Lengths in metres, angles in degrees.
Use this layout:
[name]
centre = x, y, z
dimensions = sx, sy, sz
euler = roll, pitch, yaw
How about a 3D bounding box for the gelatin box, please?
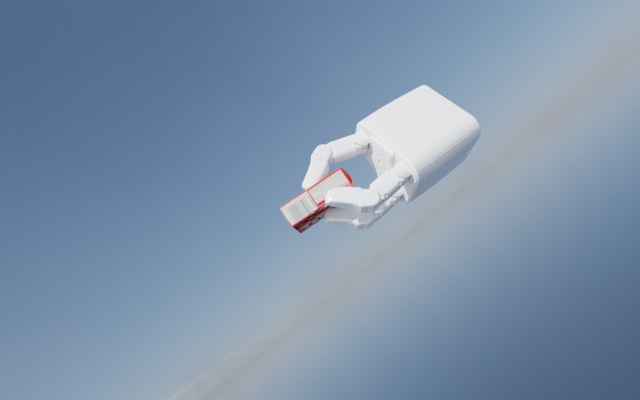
[gelatin box]
centre = 0.000, 0.002, 0.579
dimensions = 0.089, 0.030, 0.073
euler = -34, -11, -1
